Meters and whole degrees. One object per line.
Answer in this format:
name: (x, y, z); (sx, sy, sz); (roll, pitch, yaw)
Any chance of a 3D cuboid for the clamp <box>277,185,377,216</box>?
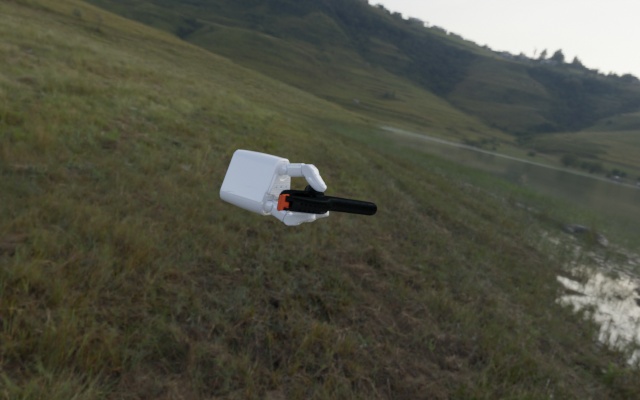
clamp: (0.000, 0.002, 0.870); (0.164, 0.036, 0.210); (15, 10, 25)
